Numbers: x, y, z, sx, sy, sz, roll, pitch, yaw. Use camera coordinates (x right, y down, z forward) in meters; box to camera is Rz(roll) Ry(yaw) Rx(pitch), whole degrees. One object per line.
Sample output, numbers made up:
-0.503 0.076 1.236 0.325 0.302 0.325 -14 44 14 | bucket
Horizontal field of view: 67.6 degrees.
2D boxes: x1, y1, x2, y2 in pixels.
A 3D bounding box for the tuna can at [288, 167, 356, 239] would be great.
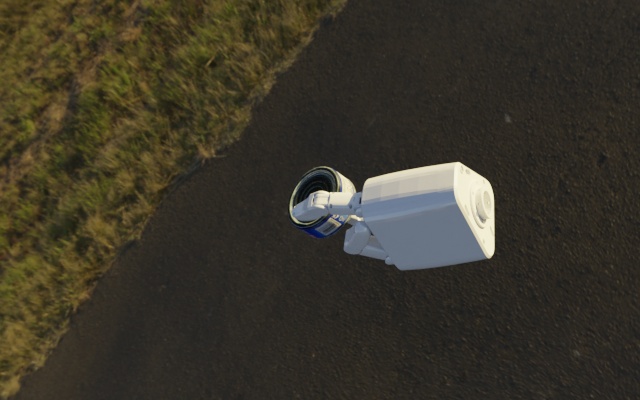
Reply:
0.000 0.002 0.591 0.086 0.086 0.034 0 -24 44 | tuna can
